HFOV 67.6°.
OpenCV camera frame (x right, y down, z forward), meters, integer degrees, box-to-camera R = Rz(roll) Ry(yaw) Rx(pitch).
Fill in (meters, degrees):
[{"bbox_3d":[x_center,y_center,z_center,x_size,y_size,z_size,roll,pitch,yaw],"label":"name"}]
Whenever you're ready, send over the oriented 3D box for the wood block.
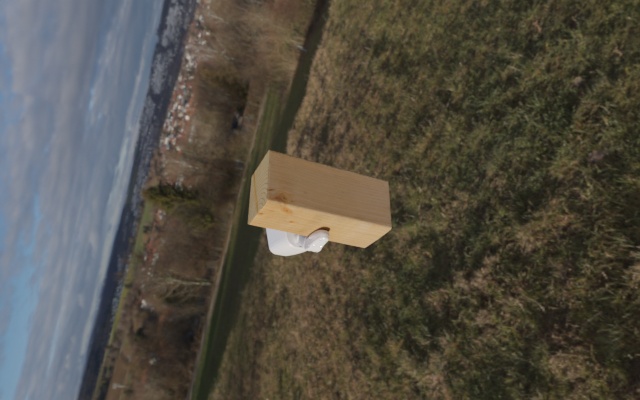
[{"bbox_3d":[0.000,0.003,0.755,0.206,0.090,0.090,13,-31,-22],"label":"wood block"}]
